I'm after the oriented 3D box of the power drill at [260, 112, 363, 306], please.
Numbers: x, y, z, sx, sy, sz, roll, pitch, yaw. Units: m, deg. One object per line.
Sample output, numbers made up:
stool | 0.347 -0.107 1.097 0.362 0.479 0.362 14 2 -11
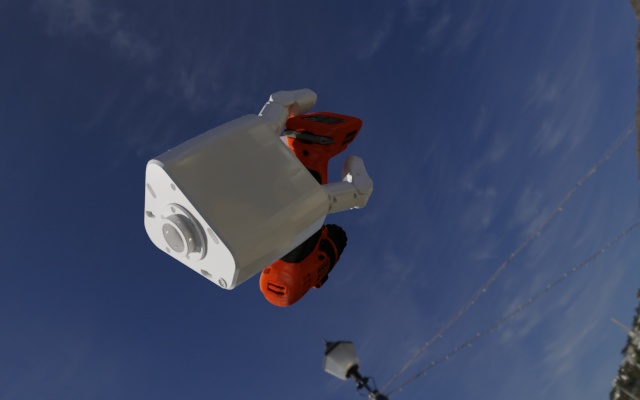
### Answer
power drill | 0.000 0.001 0.519 0.057 0.188 0.184 12 17 16
